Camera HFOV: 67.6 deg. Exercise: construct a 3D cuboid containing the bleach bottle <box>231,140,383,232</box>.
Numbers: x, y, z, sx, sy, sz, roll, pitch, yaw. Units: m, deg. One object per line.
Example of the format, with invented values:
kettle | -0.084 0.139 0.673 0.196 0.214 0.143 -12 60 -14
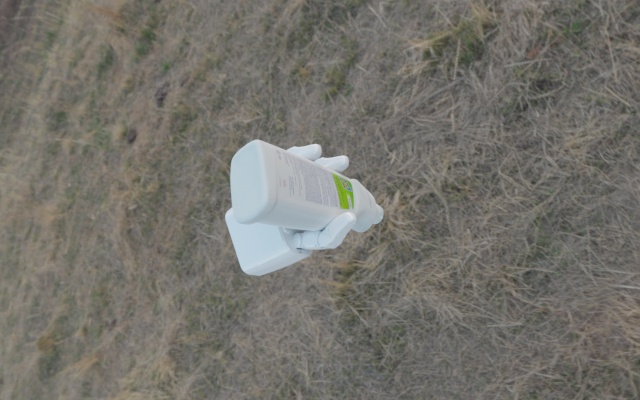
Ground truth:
bleach bottle | 0.000 0.002 0.641 0.068 0.102 0.251 -29 -32 36
